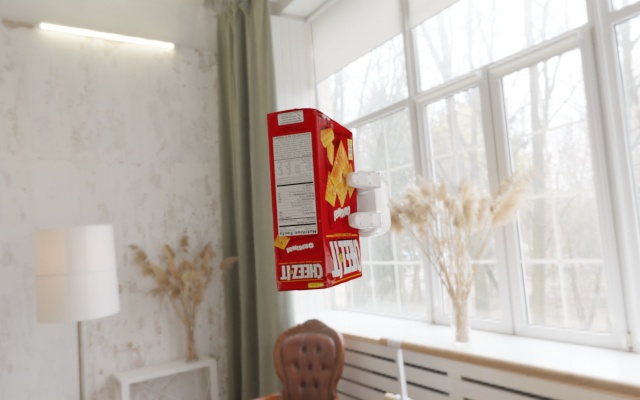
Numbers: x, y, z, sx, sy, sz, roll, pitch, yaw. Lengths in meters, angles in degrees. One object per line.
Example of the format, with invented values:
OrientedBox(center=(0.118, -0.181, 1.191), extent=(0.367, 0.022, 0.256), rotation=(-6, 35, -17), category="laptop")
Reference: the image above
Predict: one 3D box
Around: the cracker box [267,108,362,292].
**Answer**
OrientedBox(center=(0.000, 0.002, 0.624), extent=(0.072, 0.213, 0.164), rotation=(-6, -5, 19), category="cracker box")
